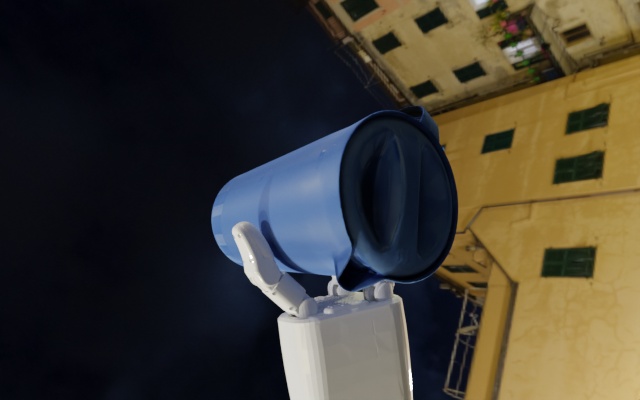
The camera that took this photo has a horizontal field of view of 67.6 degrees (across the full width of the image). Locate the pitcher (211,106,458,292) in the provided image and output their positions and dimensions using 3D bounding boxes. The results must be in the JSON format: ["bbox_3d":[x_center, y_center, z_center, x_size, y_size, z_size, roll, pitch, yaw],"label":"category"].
[{"bbox_3d":[0.000,0.002,0.458,0.149,0.145,0.243,-9,-1,-38],"label":"pitcher"}]
